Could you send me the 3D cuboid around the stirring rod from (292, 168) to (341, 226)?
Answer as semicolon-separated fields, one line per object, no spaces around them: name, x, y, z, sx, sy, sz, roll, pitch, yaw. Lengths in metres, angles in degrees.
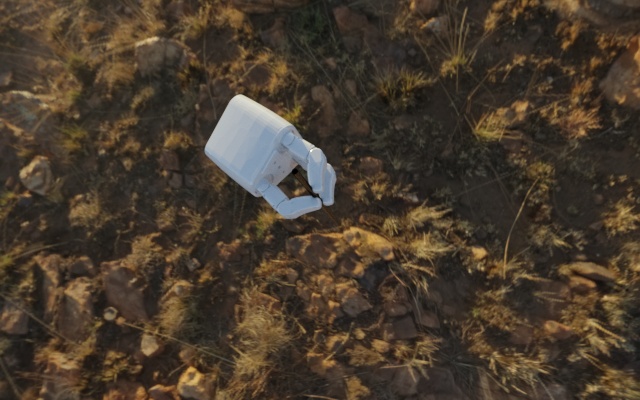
stirring rod;0.000;0.002;0.680;0.011;0.011;0.240;0;-18;16
